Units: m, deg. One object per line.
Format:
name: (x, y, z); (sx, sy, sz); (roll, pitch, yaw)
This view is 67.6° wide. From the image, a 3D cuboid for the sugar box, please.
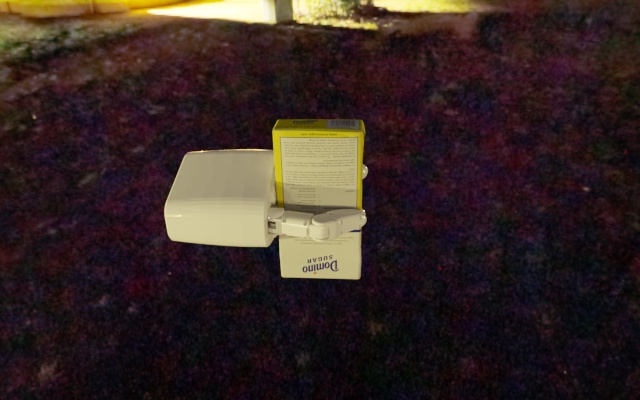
sugar box: (0.000, 0.001, 0.524); (0.093, 0.176, 0.048); (1, 28, 3)
